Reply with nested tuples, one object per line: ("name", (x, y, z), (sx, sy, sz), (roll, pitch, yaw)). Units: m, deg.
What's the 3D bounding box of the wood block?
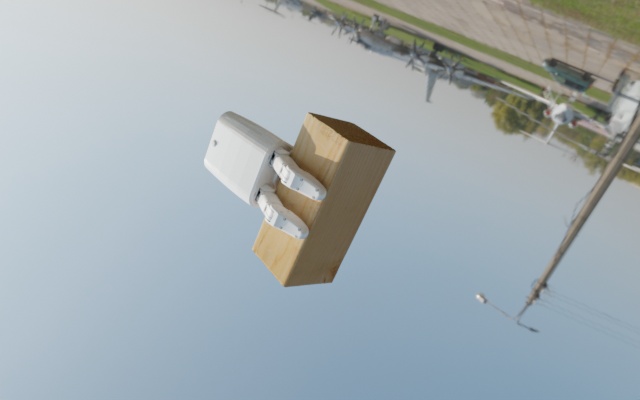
("wood block", (0.000, 0.002, 0.629), (0.091, 0.206, 0.090), (3, 28, -44))
